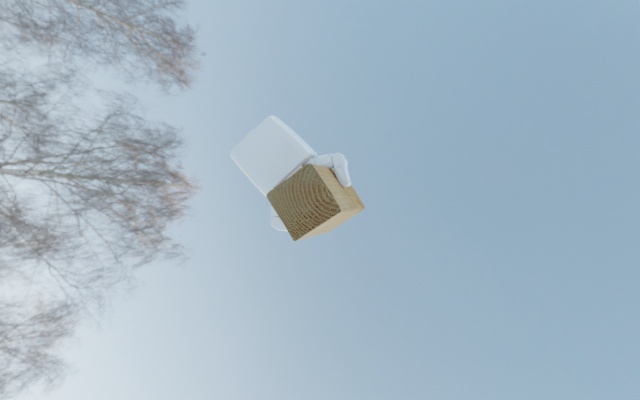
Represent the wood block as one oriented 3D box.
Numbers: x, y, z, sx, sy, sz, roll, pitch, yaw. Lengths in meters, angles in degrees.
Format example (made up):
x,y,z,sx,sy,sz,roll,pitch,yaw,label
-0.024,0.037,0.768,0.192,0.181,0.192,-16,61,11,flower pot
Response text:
x,y,z,sx,sy,sz,roll,pitch,yaw,label
0.000,0.002,0.819,0.091,0.090,0.206,-34,-8,13,wood block
